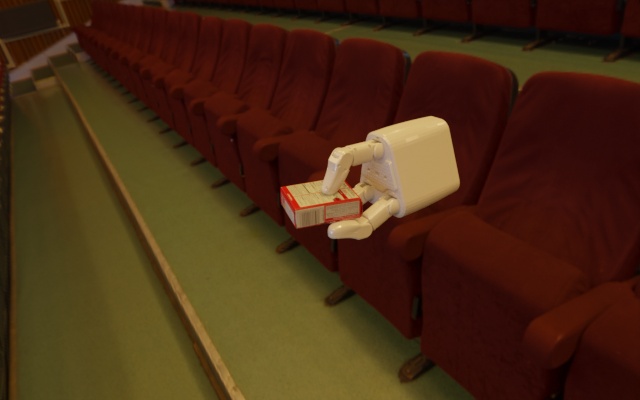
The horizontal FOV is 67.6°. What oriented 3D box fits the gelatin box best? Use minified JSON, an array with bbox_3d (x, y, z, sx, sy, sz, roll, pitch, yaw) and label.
[{"bbox_3d":[0.000,0.002,0.613,0.089,0.030,0.073,-10,27,-16],"label":"gelatin box"}]
